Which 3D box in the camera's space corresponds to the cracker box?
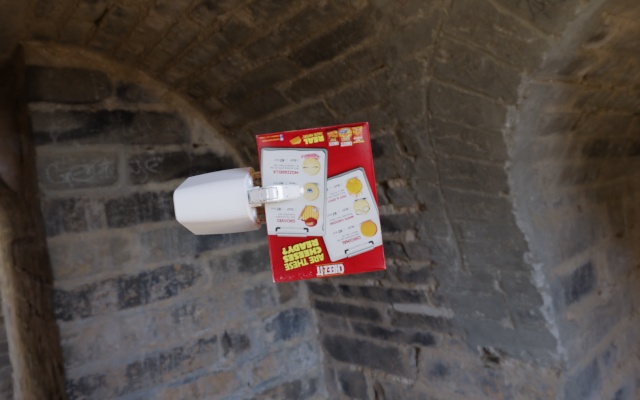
[{"bbox_3d":[0.000,0.002,0.708,0.164,0.213,0.072,-7,0,1],"label":"cracker box"}]
